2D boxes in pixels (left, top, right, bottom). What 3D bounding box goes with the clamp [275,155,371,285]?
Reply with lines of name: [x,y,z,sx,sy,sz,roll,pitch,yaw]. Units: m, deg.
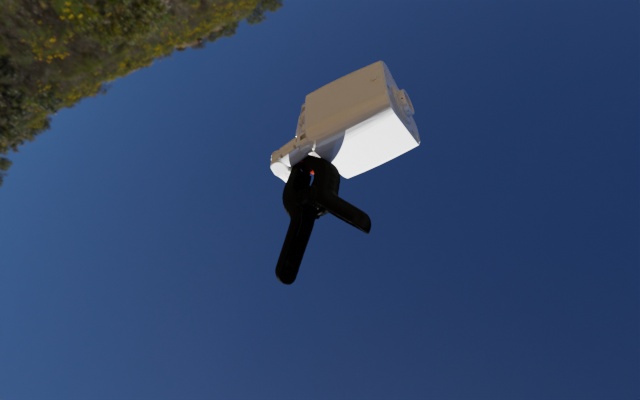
clamp: [0.000,0.002,0.535,0.120,0.171,0.039,-25,-45,24]
